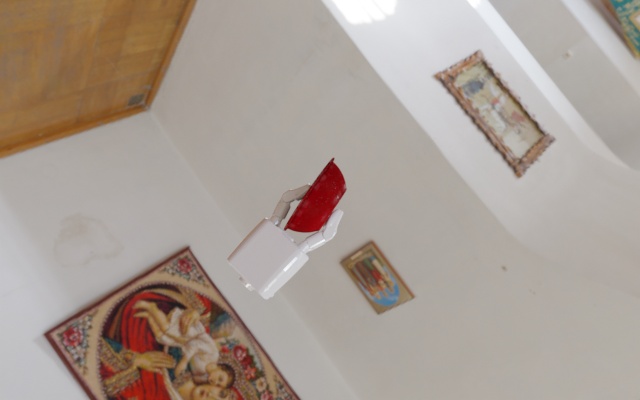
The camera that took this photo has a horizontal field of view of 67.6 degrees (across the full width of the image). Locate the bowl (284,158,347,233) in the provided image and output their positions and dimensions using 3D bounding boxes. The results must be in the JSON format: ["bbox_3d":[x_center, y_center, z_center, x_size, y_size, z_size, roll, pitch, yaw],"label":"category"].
[{"bbox_3d":[0.001,0.002,0.868,0.055,0.162,0.162,34,1,1],"label":"bowl"}]
